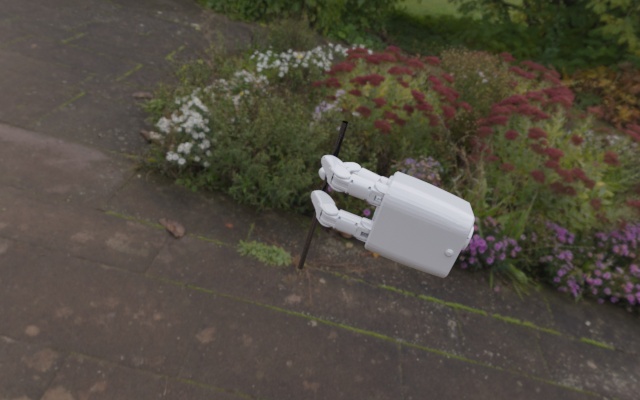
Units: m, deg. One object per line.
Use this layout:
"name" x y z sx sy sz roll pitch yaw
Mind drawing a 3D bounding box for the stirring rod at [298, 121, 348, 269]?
"stirring rod" 0.000 0.002 0.645 0.011 0.240 0.011 12 32 -8
